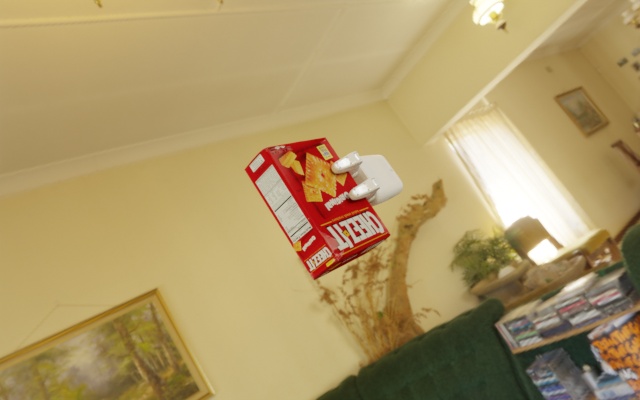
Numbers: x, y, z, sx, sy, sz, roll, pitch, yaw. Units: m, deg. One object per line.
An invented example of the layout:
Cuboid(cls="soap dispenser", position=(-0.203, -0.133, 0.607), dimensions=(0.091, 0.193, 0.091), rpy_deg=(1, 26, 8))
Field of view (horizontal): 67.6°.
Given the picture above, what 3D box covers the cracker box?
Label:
Cuboid(cls="cracker box", position=(0.000, 0.003, 0.790), dimensions=(0.164, 0.213, 0.072), rpy_deg=(-18, -20, -51))
